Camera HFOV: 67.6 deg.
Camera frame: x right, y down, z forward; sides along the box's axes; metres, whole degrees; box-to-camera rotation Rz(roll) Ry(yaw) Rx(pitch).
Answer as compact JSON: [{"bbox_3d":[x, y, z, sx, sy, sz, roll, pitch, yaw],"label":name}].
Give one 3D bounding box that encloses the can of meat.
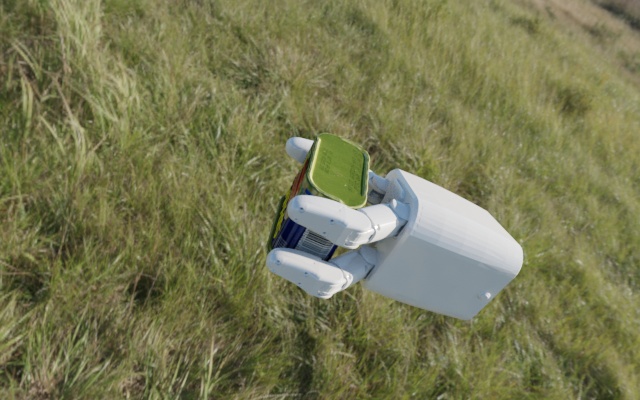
[{"bbox_3d":[0.000,0.001,0.410,0.057,0.084,0.102,23,36,-9],"label":"can of meat"}]
